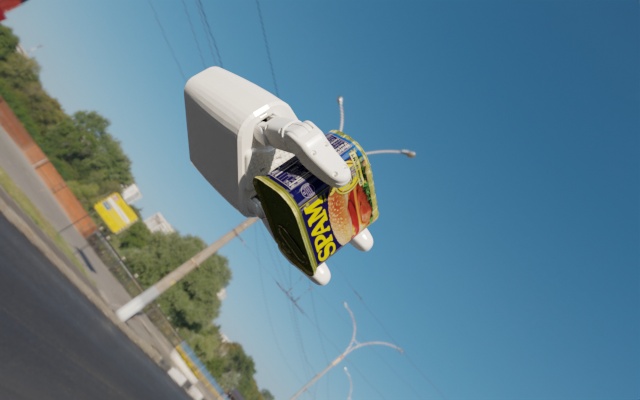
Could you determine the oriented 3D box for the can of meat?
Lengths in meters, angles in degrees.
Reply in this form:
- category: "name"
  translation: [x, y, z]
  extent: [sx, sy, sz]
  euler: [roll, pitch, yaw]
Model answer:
- category: "can of meat"
  translation: [0.000, 0.001, 0.414]
  extent: [0.084, 0.102, 0.057]
  euler: [-37, 47, -22]
